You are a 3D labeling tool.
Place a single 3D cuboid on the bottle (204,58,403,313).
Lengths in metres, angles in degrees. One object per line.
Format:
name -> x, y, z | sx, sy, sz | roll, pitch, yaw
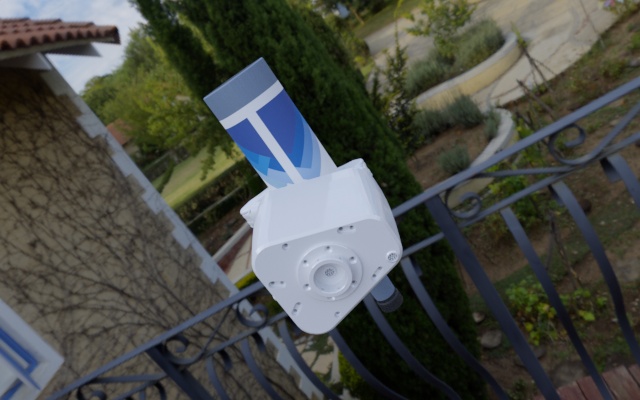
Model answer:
bottle -> 0.000, 0.001, 0.484 | 0.069, 0.296, 0.069 | -31, 19, 12
